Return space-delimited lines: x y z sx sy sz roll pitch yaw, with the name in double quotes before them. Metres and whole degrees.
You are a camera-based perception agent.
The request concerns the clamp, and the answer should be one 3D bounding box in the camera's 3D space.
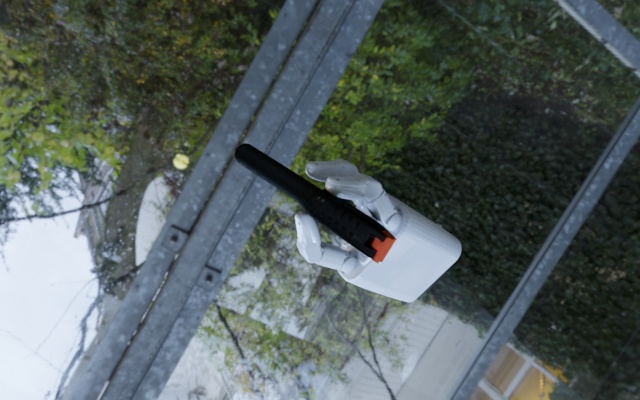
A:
"clamp" 0.000 0.003 0.513 0.164 0.036 0.210 26 8 -32
